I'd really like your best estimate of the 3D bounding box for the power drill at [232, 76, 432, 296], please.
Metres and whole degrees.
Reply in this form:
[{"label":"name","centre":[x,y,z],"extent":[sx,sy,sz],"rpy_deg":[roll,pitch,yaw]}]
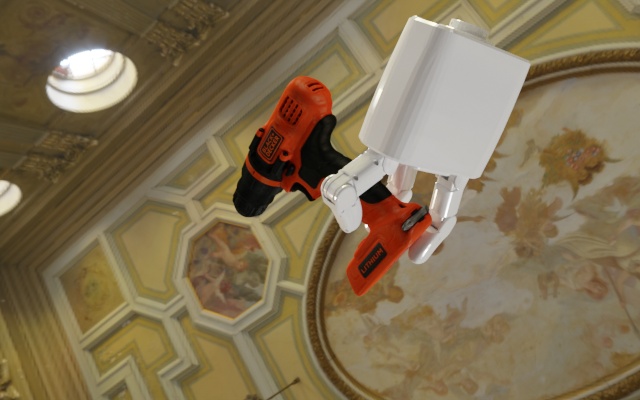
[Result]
[{"label":"power drill","centre":[0.001,0.002,0.473],"extent":[0.057,0.187,0.184],"rpy_deg":[-34,-16,-47]}]
